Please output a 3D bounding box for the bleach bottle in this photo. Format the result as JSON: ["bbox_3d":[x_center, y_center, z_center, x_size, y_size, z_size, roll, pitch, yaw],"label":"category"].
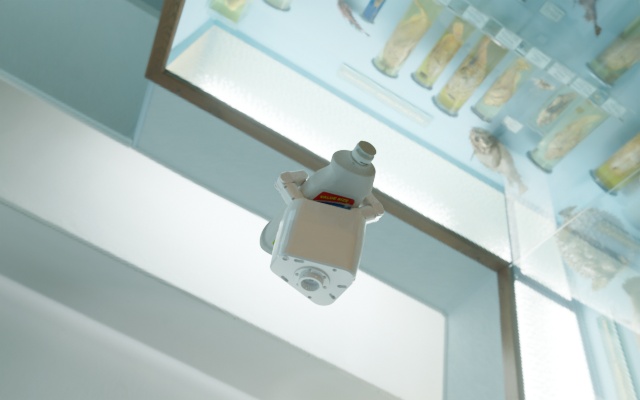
[{"bbox_3d":[0.000,0.002,0.723,0.102,0.068,0.251,27,-49,-11],"label":"bleach bottle"}]
